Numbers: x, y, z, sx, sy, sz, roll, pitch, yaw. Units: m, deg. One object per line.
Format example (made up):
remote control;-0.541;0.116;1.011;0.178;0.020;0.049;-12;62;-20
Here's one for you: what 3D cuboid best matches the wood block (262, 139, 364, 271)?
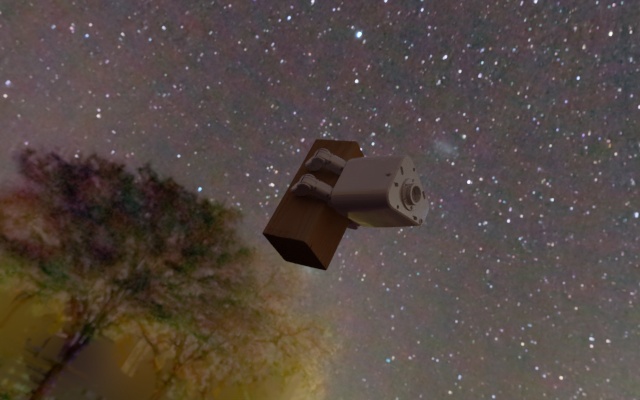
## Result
wood block;0.001;0.003;0.815;0.090;0.206;0.091;8;-34;34
